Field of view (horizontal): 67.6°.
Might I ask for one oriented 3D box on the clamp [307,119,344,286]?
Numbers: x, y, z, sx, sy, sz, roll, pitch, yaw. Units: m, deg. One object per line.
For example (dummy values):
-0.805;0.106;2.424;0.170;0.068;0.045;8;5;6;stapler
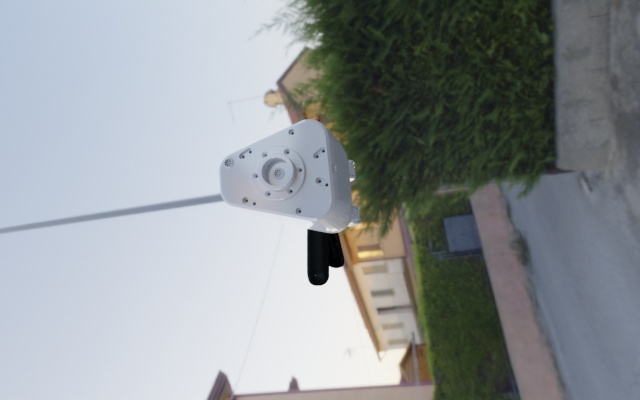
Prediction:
-0.001;0.002;0.622;0.036;0.210;0.164;-8;-9;9;clamp
